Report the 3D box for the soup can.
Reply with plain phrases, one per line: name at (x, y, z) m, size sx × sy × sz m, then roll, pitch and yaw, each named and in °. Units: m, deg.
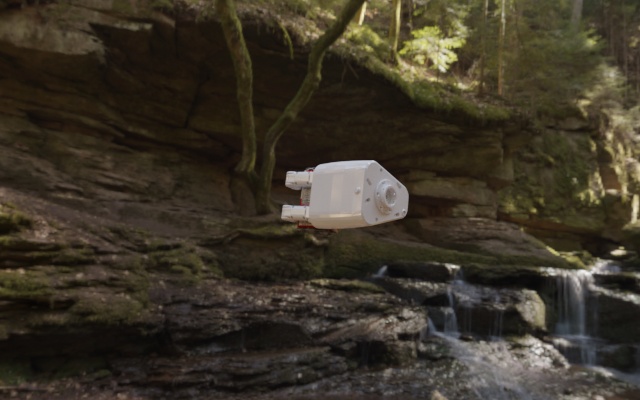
soup can at (0.000, 0.002, 0.783) m, size 0.068 × 0.102 × 0.068 m, roll 6°, pitch -9°, yaw 1°
